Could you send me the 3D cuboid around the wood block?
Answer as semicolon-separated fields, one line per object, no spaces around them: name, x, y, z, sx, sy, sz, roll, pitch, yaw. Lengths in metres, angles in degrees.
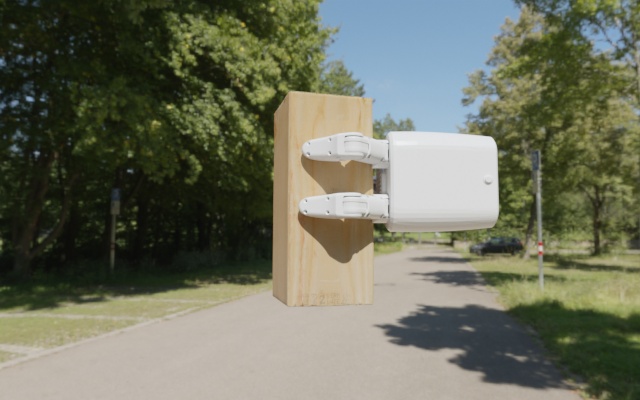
wood block;0.000;0.002;0.506;0.090;0.206;0.091;1;-5;-14
